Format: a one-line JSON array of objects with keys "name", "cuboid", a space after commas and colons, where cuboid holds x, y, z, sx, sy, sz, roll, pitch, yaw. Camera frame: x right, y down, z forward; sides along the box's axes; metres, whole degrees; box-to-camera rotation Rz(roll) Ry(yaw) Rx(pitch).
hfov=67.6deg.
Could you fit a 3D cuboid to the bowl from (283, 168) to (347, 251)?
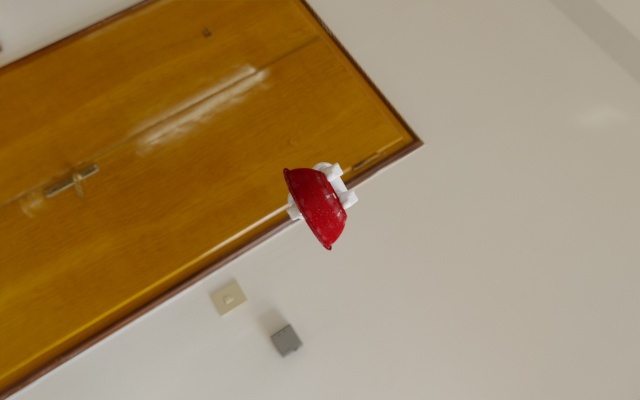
[{"name": "bowl", "cuboid": [0.001, 0.003, 0.813, 0.055, 0.162, 0.162, -29, -4, 7]}]
